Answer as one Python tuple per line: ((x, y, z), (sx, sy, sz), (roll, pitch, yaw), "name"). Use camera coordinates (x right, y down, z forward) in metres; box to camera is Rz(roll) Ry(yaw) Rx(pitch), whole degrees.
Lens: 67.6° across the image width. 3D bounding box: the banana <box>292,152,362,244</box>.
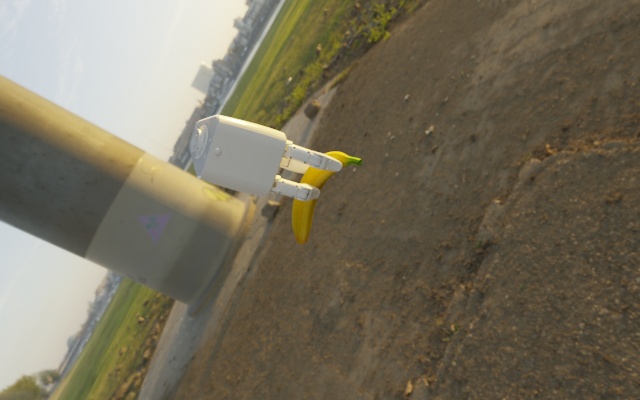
((-0.008, -0.013, 0.790), (0.037, 0.069, 0.198), (-7, -39, -45), "banana")
